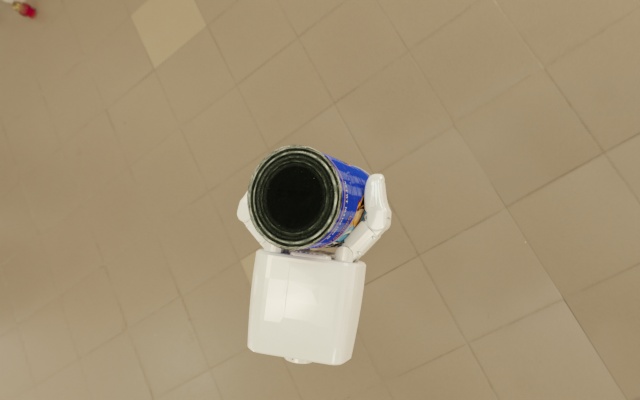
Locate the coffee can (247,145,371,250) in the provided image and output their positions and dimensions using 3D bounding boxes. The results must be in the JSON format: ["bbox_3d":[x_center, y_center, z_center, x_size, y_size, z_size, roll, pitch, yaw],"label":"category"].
[{"bbox_3d":[0.000,0.002,0.523,0.103,0.103,0.140,0,-4,23],"label":"coffee can"}]
